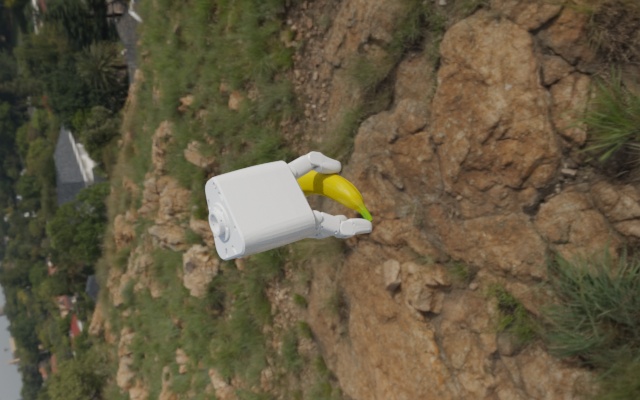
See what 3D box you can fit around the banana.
[{"bbox_3d":[0.000,-0.015,0.741,0.037,0.070,0.197,-19,23,-34],"label":"banana"}]
